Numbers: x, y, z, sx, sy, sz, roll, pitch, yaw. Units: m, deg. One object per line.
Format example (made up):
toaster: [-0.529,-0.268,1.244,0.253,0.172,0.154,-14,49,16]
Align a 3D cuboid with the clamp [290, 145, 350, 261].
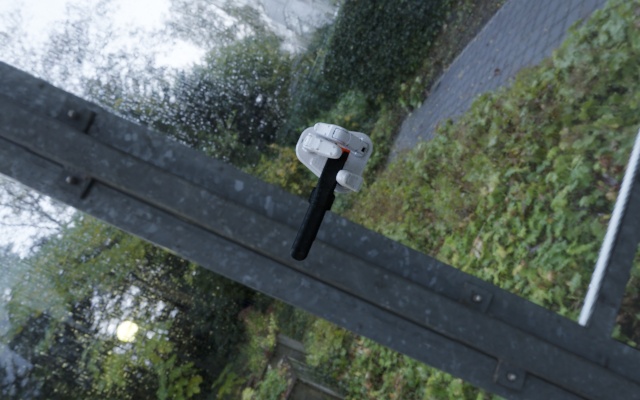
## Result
clamp: [0.000,0.002,0.710,0.039,0.171,0.120,24,2,-4]
